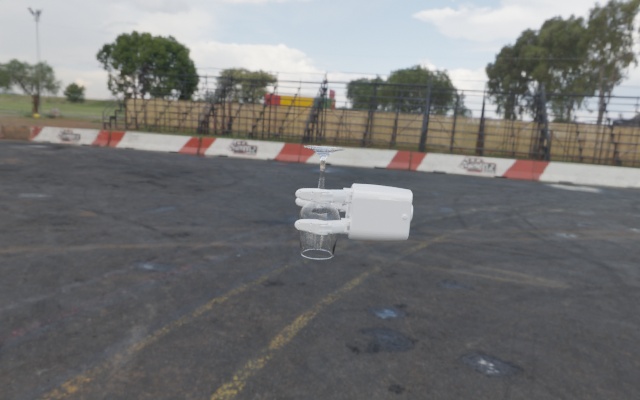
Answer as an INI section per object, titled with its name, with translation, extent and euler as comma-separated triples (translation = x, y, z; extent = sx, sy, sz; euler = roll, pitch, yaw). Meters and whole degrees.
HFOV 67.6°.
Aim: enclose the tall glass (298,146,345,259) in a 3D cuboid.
[tall glass]
translation = 0.000, 0.002, 0.874
extent = 0.079, 0.201, 0.079
euler = 4, 9, -1
